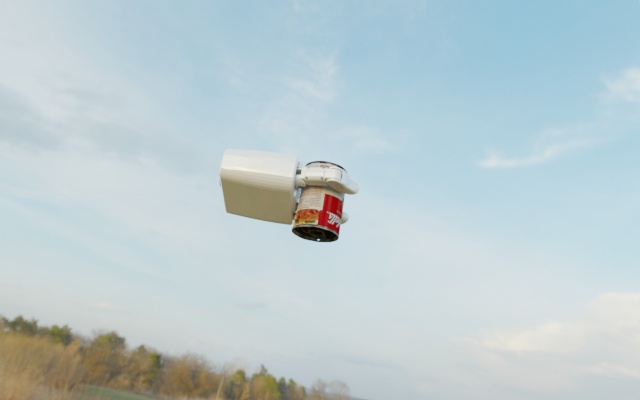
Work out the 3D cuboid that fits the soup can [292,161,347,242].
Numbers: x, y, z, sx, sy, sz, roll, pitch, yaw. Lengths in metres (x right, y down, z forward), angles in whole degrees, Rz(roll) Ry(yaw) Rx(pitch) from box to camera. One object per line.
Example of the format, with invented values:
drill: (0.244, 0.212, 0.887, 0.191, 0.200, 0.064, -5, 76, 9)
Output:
soup can: (0.001, 0.002, 0.694, 0.068, 0.102, 0.068, 8, -22, 3)
